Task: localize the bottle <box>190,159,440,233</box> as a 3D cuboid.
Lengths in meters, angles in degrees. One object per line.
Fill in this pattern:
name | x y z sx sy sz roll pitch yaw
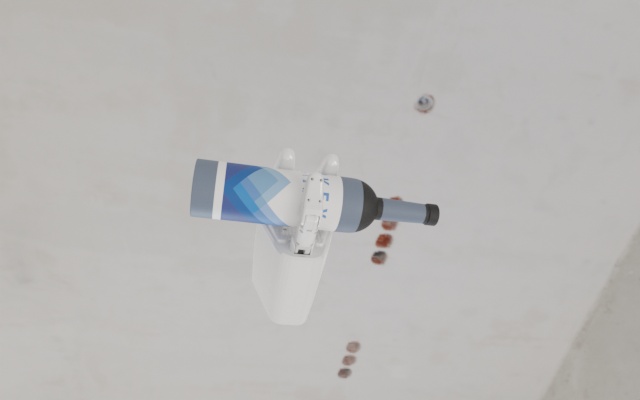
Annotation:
bottle | 0.000 0.002 0.569 0.296 0.069 0.069 7 -1 -11
